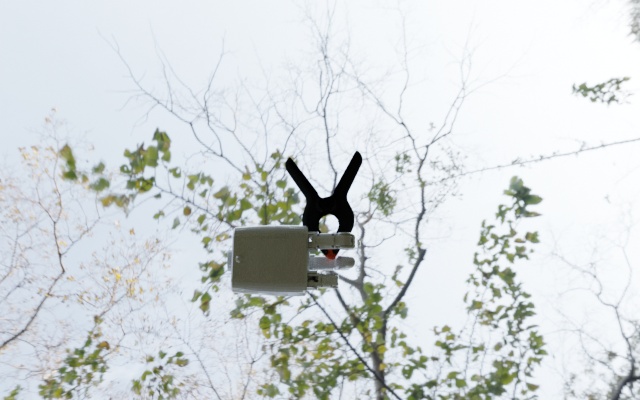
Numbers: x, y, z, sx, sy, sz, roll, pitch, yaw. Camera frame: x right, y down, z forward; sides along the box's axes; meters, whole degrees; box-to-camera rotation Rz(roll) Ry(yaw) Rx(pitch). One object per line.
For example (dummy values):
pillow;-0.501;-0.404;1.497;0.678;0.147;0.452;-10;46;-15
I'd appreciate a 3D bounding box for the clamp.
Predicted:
clamp;0.000;0.003;0.729;0.120;0.171;0.039;1;-18;12
